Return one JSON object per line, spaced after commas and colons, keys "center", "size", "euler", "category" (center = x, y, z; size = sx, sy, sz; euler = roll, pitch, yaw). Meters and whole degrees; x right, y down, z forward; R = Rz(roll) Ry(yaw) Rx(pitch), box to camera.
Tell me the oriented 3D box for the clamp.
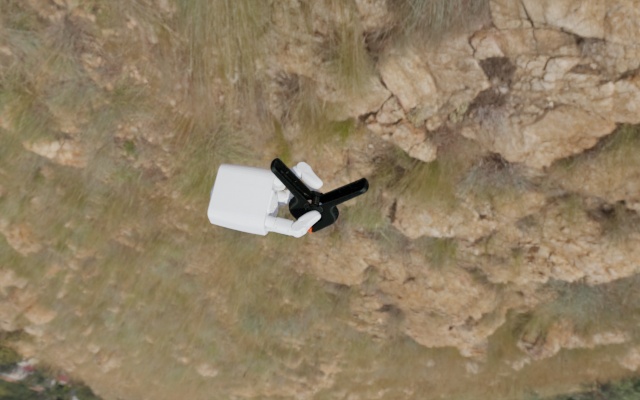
{"center": [0.000, 0.004, 0.856], "size": [0.164, 0.036, 0.210], "euler": [10, -30, 8], "category": "clamp"}
